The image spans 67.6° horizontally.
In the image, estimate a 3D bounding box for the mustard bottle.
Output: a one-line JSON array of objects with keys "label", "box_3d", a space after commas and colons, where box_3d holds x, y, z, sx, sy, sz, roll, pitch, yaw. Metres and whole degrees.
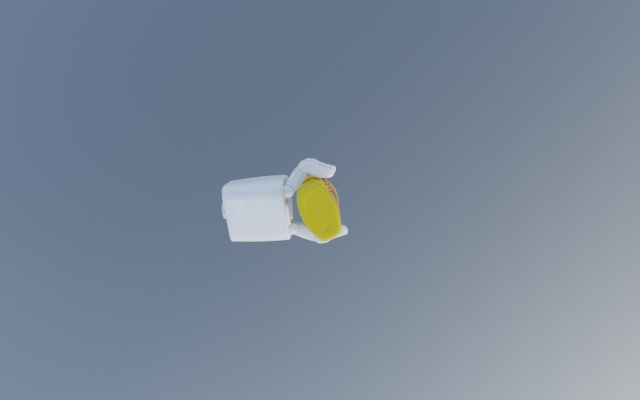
[{"label": "mustard bottle", "box_3d": [0.000, 0.003, 0.827, 0.058, 0.096, 0.191, -28, 8, 6]}]
